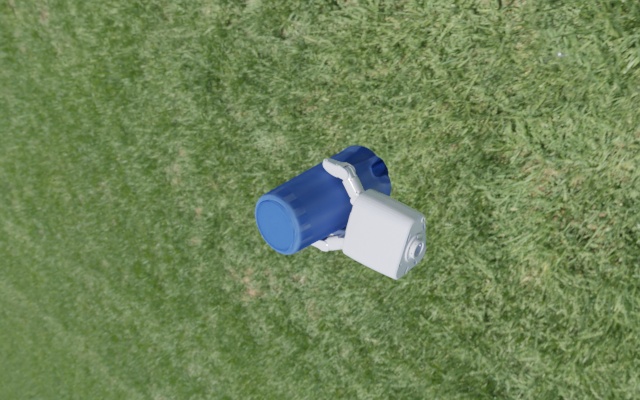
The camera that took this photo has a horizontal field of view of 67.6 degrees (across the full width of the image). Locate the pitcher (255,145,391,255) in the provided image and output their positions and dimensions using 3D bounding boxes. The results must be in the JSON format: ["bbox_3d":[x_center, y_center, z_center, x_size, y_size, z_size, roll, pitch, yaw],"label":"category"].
[{"bbox_3d":[0.000,0.003,0.854,0.145,0.149,0.242,28,39,33],"label":"pitcher"}]
